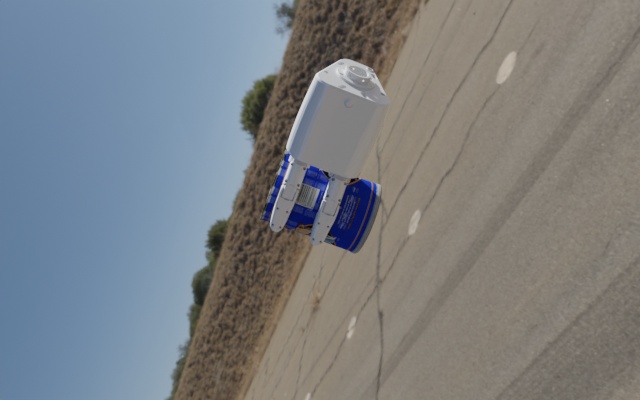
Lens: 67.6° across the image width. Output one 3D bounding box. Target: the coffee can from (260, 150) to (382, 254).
[{"bbox_3d":[0.000,0.002,0.660,0.140,0.103,0.103,20,-2,-5],"label":"coffee can"}]
